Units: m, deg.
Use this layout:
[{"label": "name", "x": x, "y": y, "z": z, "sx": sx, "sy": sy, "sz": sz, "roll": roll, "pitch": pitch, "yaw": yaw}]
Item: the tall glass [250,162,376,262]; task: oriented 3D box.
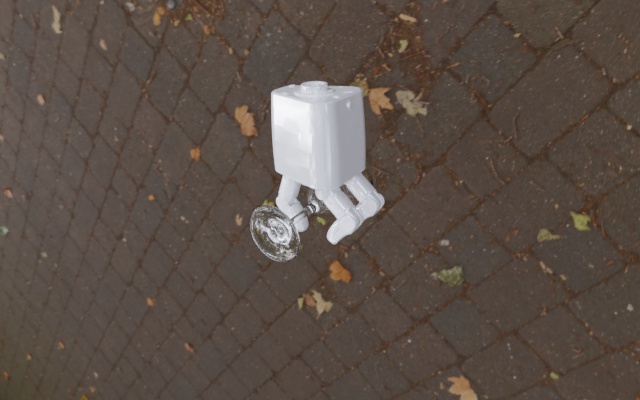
[{"label": "tall glass", "x": 0.000, "y": 0.002, "z": 0.636, "sx": 0.079, "sy": 0.079, "sz": 0.201, "roll": 0, "pitch": 22, "yaw": 37}]
